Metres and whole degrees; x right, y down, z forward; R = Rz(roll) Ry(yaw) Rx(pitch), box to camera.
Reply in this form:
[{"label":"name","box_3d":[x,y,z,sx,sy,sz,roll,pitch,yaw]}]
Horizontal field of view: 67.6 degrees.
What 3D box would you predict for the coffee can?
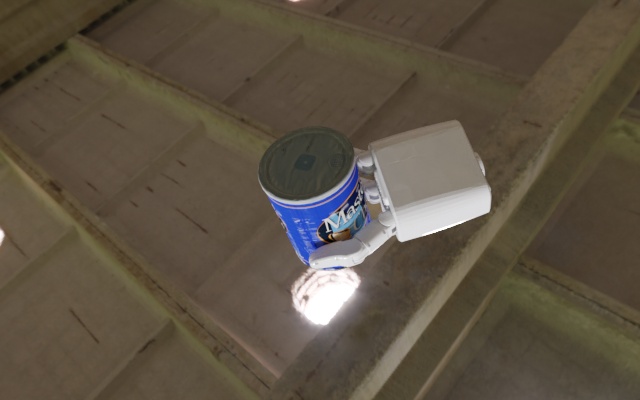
[{"label":"coffee can","box_3d":[0.000,0.002,0.542,0.103,0.102,0.140,0,-37,17]}]
